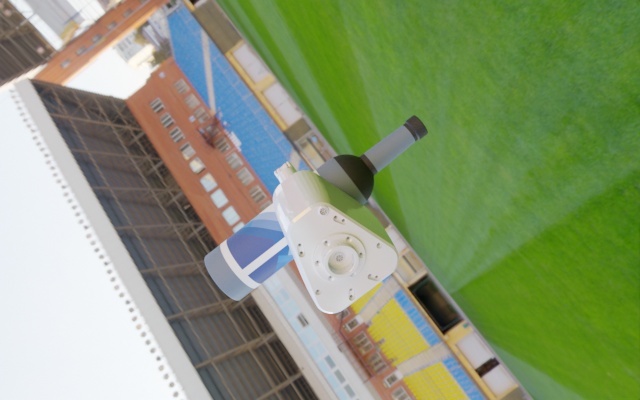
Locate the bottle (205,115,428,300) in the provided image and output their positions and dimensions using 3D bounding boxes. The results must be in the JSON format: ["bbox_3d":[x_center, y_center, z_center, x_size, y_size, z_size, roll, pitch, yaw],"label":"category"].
[{"bbox_3d":[0.000,0.002,0.560,0.296,0.069,0.069,-38,-2,3],"label":"bottle"}]
